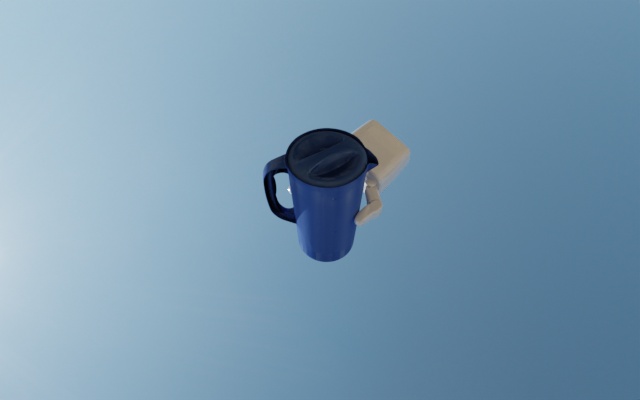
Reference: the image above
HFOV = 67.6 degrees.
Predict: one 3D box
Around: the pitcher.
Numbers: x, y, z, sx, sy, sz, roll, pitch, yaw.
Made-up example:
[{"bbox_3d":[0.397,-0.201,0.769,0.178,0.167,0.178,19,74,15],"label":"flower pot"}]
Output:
[{"bbox_3d":[0.000,0.003,0.842,0.149,0.243,0.145,32,57,24],"label":"pitcher"}]
